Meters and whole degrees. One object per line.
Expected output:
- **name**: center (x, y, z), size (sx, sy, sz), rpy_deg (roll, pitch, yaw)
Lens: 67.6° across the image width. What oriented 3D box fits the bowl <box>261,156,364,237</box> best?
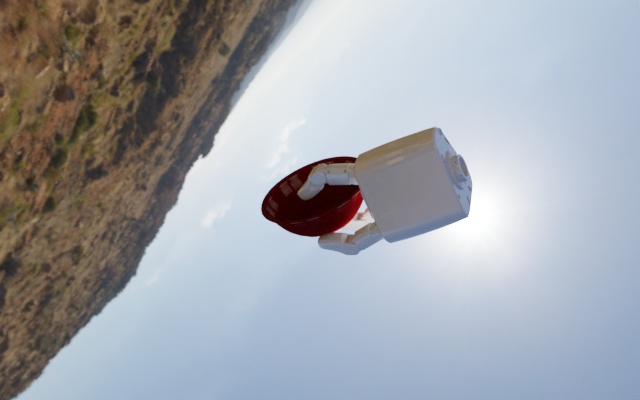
- **bowl**: center (-0.001, 0.003, 0.675), size (0.162, 0.055, 0.162), rpy_deg (-18, 29, 10)
